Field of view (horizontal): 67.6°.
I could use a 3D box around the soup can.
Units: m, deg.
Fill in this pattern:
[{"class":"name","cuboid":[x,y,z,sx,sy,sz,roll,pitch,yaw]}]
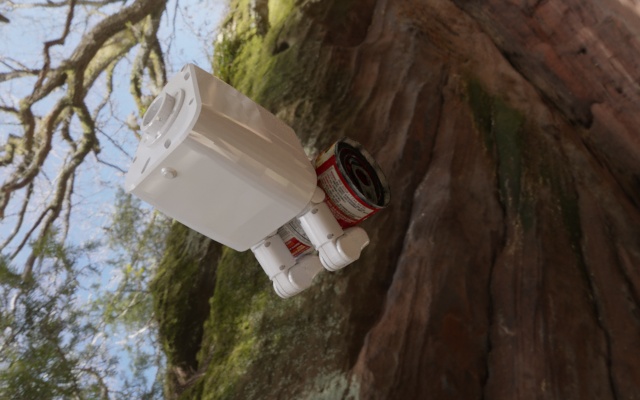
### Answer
[{"class":"soup can","cuboid":[0.000,0.002,0.414,0.102,0.068,0.068,-35,-19,29]}]
